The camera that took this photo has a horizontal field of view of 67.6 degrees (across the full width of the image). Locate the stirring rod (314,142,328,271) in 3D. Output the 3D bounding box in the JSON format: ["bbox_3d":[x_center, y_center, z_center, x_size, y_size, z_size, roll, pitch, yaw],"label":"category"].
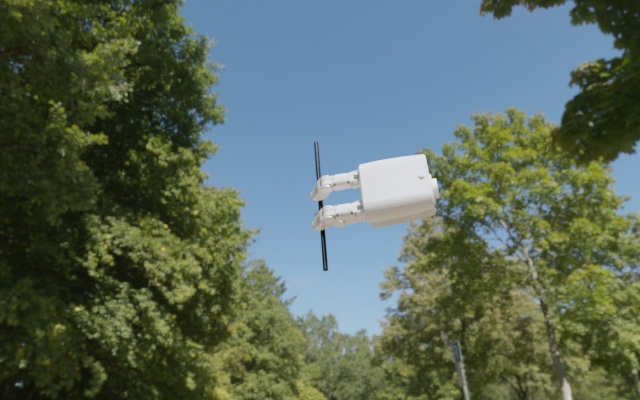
[{"bbox_3d":[0.000,0.003,0.800,0.011,0.239,0.011,-3,-28,-2],"label":"stirring rod"}]
